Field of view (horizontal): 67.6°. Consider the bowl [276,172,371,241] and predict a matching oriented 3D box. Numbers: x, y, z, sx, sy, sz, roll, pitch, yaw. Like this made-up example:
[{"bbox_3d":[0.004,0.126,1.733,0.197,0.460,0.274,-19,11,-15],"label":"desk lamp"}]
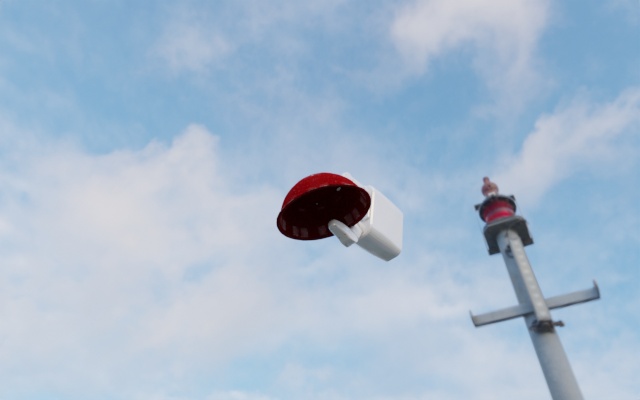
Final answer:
[{"bbox_3d":[-0.001,0.002,0.797,0.162,0.055,0.162,-13,-32,-8],"label":"bowl"}]
